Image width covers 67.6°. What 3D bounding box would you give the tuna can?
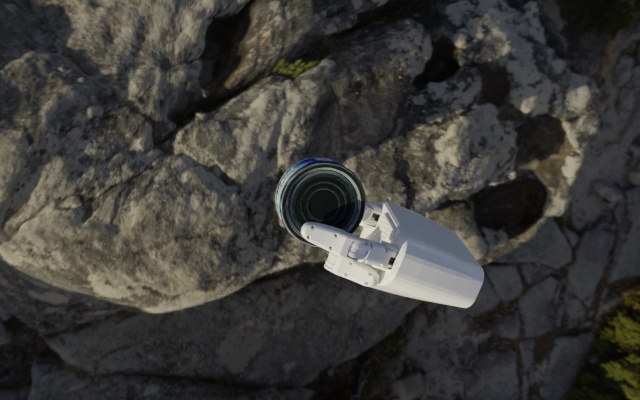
[{"bbox_3d":[0.000,0.002,0.466,0.086,0.086,0.033,0,13,-12],"label":"tuna can"}]
